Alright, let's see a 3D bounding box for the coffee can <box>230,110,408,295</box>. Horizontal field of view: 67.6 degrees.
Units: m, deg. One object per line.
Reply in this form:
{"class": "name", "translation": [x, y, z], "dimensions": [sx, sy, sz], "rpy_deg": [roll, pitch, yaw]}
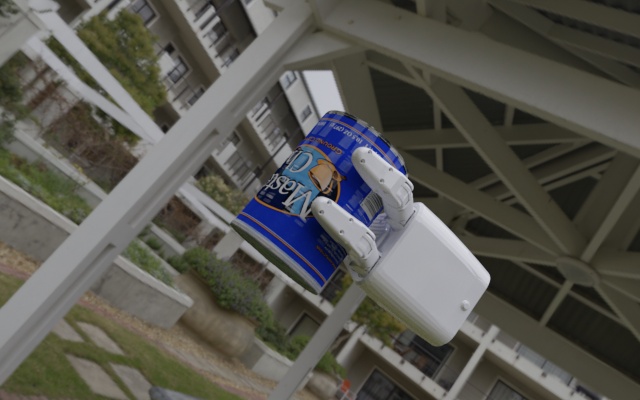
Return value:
{"class": "coffee can", "translation": [0.000, 0.001, 0.448], "dimensions": [0.103, 0.140, 0.103], "rpy_deg": [37, -13, 10]}
